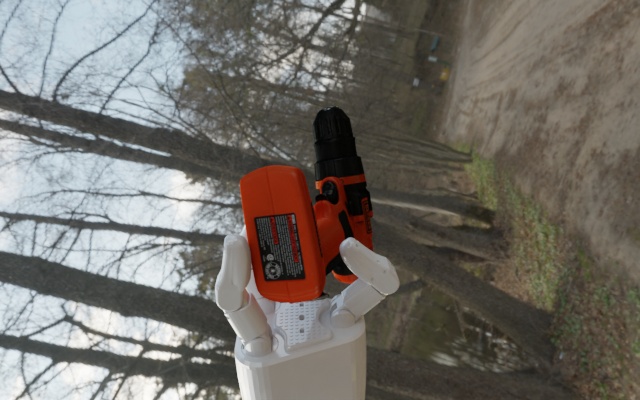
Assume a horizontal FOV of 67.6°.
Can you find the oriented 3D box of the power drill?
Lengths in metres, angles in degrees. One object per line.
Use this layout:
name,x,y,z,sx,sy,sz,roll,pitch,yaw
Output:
power drill,0.000,0.002,0.434,0.057,0.184,0.187,-10,3,23
